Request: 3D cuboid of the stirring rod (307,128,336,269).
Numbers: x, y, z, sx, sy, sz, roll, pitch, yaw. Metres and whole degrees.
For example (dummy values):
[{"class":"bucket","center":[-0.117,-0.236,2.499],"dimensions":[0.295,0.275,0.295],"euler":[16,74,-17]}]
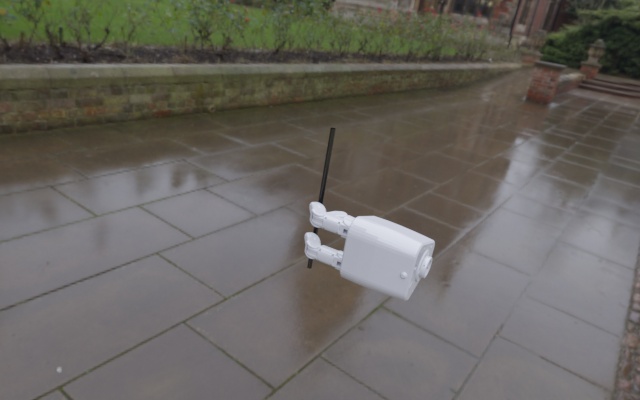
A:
[{"class":"stirring rod","center":[0.000,0.003,0.757],"dimensions":[0.011,0.240,0.011],"euler":[8,22,-3]}]
